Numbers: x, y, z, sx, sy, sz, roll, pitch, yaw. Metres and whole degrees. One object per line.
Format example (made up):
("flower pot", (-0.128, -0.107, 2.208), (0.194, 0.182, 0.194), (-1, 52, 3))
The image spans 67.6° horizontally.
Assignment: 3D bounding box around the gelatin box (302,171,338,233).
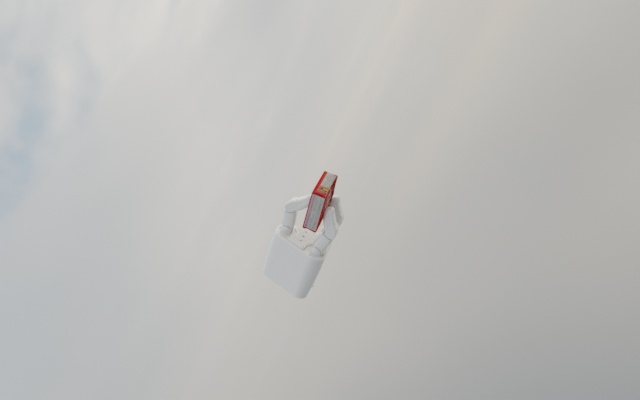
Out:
("gelatin box", (0.000, 0.002, 0.868), (0.030, 0.089, 0.073), (21, 40, 7))
